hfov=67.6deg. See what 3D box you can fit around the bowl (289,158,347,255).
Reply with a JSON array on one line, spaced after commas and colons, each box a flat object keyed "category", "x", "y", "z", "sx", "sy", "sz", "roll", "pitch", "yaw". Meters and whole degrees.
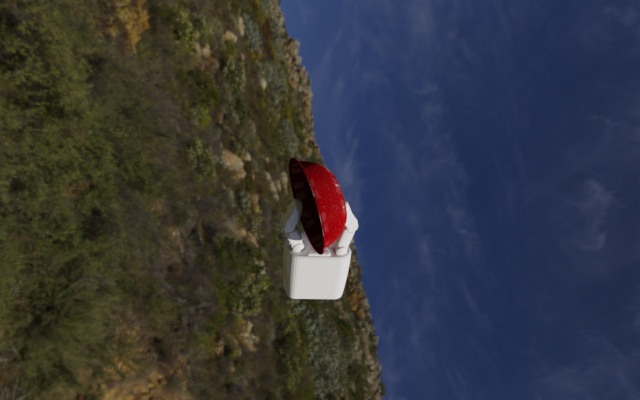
[{"category": "bowl", "x": 0.001, "y": 0.002, "z": 0.764, "sx": 0.055, "sy": 0.162, "sz": 0.162, "roll": -17, "pitch": 4, "yaw": -13}]
